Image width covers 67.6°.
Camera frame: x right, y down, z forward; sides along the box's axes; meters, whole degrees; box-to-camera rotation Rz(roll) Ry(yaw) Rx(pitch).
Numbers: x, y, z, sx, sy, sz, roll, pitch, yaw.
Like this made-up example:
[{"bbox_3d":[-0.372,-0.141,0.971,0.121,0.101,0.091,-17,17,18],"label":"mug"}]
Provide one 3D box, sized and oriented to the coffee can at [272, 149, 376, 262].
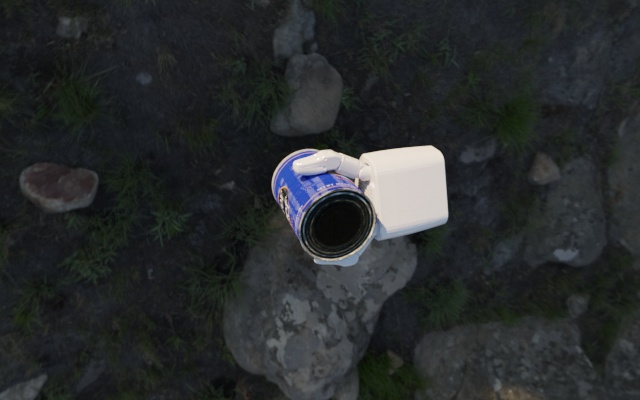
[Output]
[{"bbox_3d":[0.000,0.002,0.646,0.103,0.103,0.140,0,26,-21],"label":"coffee can"}]
